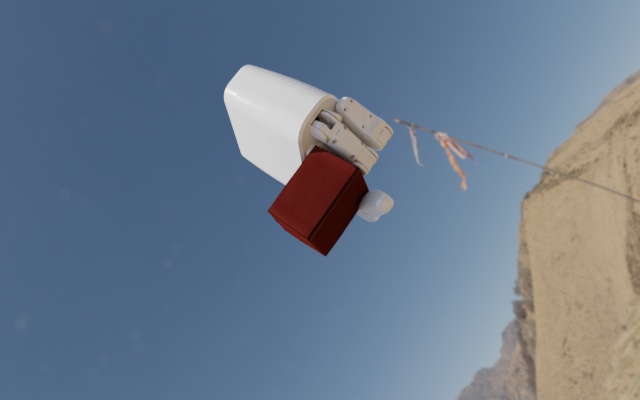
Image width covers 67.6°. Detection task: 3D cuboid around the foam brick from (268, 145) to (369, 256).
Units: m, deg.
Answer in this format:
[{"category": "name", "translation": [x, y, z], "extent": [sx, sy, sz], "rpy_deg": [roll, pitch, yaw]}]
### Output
[{"category": "foam brick", "translation": [0.000, 0.002, 0.436], "extent": [0.051, 0.078, 0.053], "rpy_deg": [30, -13, 26]}]
